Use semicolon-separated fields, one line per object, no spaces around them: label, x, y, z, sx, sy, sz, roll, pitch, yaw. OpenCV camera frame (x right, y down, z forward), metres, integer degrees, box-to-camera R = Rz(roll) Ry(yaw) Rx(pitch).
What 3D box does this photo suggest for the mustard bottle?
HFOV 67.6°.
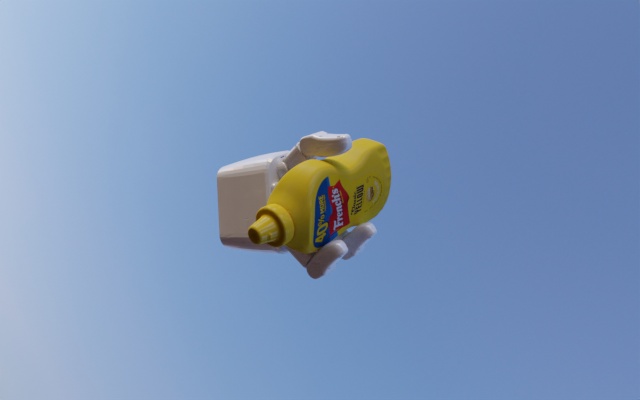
mustard bottle;0.001;0.002;0.500;0.058;0.096;0.191;24;34;33
